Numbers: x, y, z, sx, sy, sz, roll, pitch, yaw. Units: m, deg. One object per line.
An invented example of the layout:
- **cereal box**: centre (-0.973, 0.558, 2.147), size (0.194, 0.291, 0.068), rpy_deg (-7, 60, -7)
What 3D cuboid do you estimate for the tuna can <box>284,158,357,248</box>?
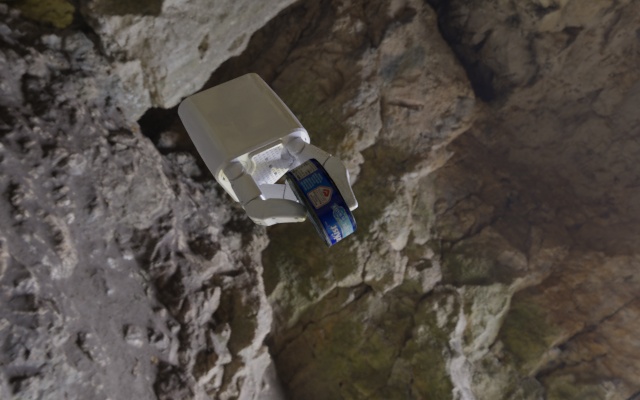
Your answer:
- **tuna can**: centre (0.001, 0.001, 0.473), size (0.034, 0.086, 0.086), rpy_deg (-31, 3, -6)
